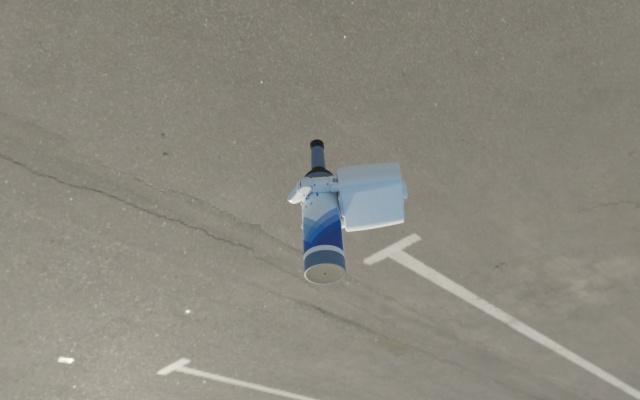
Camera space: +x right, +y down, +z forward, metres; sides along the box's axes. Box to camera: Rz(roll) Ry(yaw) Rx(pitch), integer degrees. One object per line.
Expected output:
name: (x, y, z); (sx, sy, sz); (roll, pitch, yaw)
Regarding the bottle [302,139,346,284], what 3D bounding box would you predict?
bottle: (0.000, 0.003, 0.848); (0.069, 0.295, 0.069); (-2, -39, -2)
